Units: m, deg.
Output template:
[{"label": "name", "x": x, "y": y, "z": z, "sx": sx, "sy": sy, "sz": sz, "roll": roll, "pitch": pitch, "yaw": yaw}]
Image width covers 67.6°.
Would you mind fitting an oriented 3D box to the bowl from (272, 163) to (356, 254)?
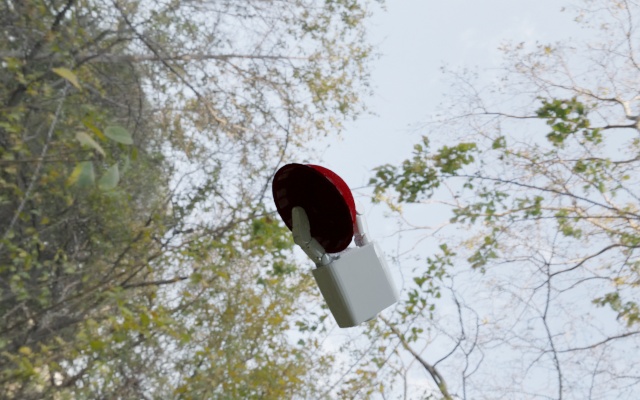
[{"label": "bowl", "x": 0.000, "y": 0.001, "z": 0.752, "sx": 0.162, "sy": 0.162, "sz": 0.055, "roll": 0, "pitch": 30, "yaw": 44}]
